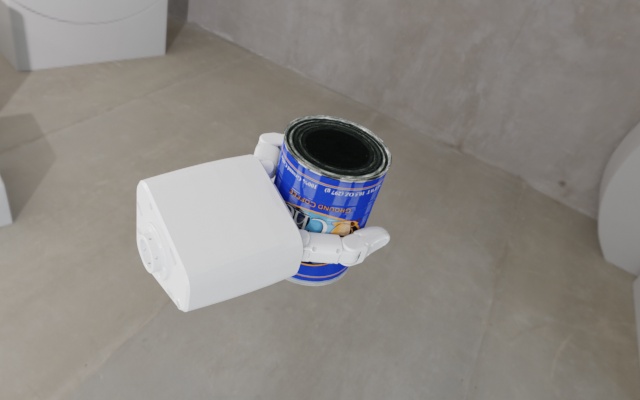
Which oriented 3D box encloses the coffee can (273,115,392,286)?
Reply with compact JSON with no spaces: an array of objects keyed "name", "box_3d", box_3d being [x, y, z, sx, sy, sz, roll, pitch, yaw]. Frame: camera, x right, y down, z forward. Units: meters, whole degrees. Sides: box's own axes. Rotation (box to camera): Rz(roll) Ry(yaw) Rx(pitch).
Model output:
[{"name":"coffee can","box_3d":[0.000,0.002,0.478,0.103,0.140,0.102,11,39,-9]}]
